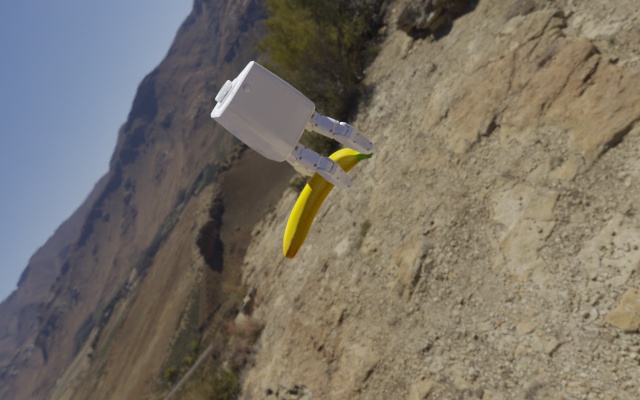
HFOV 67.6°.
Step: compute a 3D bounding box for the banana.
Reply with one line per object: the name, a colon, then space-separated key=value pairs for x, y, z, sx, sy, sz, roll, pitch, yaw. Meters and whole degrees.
banana: x=-0.003 y=-0.006 z=0.712 sx=0.037 sy=0.198 sz=0.069 roll=34 pitch=5 yaw=-24
